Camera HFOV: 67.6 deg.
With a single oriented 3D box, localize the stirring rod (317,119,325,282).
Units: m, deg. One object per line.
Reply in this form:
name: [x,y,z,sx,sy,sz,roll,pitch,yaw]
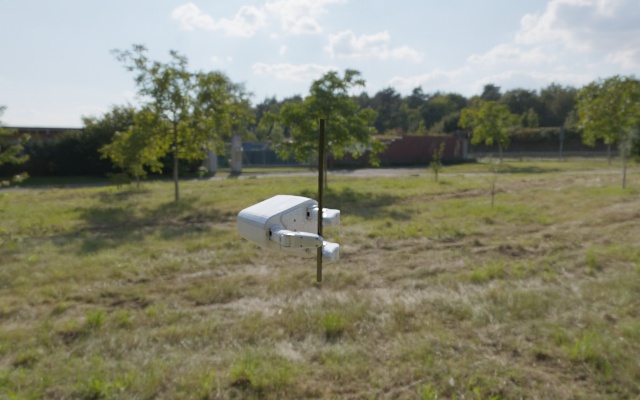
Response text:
stirring rod: [0.000,0.002,0.702,0.011,0.239,0.011,1,8,0]
